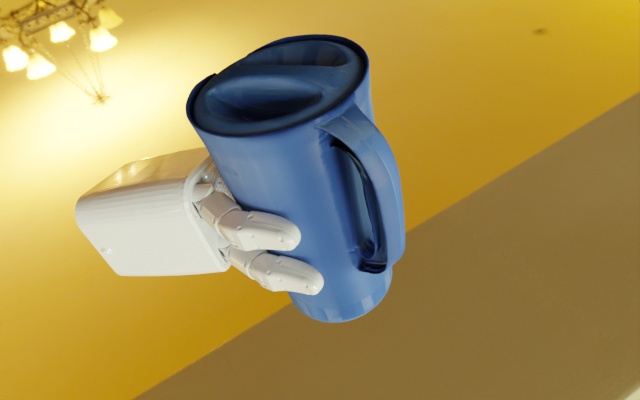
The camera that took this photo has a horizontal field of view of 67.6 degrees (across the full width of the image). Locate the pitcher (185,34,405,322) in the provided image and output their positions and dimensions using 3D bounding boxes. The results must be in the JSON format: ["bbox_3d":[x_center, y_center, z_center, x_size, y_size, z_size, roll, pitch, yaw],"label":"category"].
[{"bbox_3d":[0.000,0.001,0.402,0.145,0.243,0.149,-7,43,13],"label":"pitcher"}]
